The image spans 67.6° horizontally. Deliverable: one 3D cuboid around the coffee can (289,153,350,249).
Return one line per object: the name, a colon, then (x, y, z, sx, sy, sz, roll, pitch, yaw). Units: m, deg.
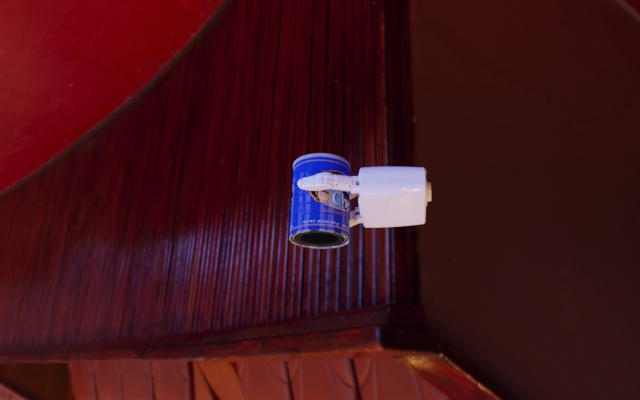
coffee can: (0.000, 0.003, 0.831, 0.103, 0.140, 0.103, 2, -22, 1)
